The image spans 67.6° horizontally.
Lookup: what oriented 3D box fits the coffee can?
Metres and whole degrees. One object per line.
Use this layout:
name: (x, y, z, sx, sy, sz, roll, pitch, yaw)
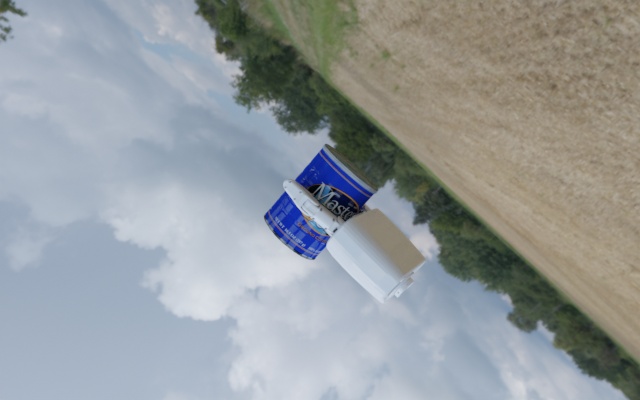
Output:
coffee can: (0.000, 0.002, 0.703, 0.103, 0.140, 0.102, 40, 11, -9)
